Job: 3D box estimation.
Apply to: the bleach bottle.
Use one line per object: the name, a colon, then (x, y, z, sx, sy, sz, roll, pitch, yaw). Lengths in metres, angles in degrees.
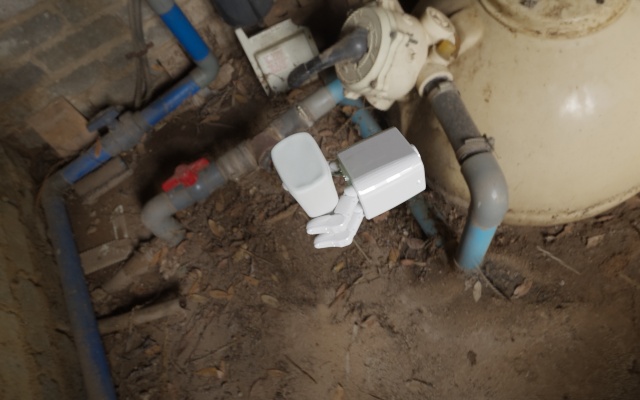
bleach bottle: (0.000, 0.003, 0.764, 0.068, 0.102, 0.251, -28, -30, 0)
